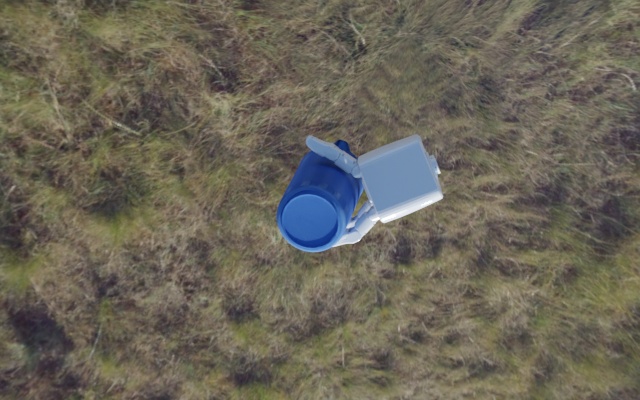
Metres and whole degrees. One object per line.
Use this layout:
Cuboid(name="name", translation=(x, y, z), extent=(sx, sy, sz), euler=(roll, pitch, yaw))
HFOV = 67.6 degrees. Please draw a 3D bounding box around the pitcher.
Cuboid(name="pitcher", translation=(0.000, 0.003, 0.827), extent=(0.145, 0.149, 0.242), euler=(-22, 14, 16))
